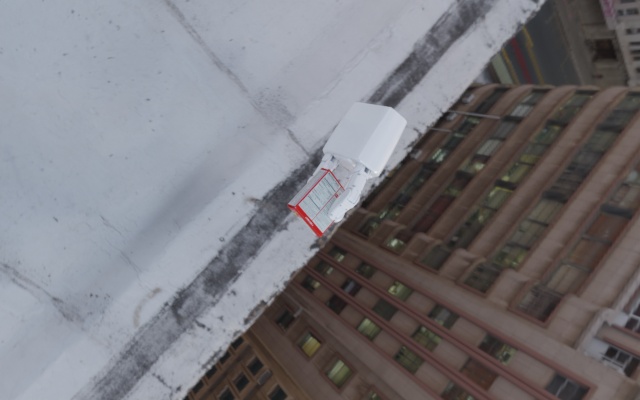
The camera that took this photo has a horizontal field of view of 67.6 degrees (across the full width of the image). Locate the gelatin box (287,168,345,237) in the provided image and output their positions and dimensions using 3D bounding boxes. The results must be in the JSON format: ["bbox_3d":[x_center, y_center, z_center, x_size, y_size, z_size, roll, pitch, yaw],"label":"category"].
[{"bbox_3d":[0.000,0.003,0.781,0.073,0.089,0.030,51,-19,-29],"label":"gelatin box"}]
